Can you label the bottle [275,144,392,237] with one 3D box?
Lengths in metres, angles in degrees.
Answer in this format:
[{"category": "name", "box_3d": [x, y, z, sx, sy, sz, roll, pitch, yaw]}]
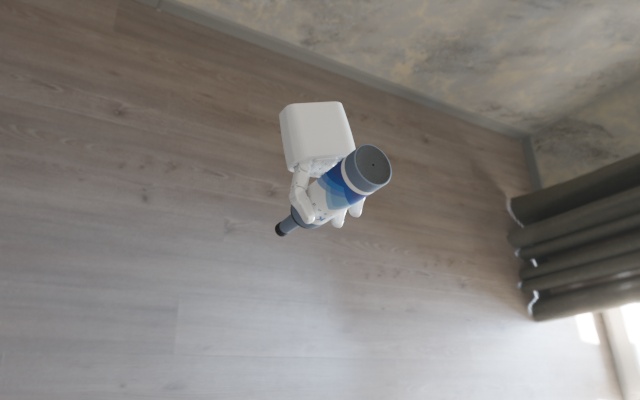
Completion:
[{"category": "bottle", "box_3d": [0.000, 0.003, 0.793, 0.069, 0.069, 0.296, 0, -21, -33]}]
